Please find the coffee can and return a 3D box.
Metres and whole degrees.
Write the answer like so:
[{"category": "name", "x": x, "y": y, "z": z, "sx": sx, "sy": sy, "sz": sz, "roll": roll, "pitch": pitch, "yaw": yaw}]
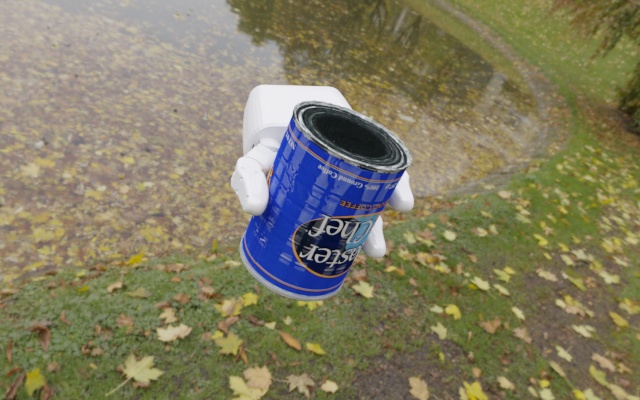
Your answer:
[{"category": "coffee can", "x": 0.000, "y": 0.002, "z": 0.410, "sx": 0.103, "sy": 0.140, "sz": 0.102, "roll": 19, "pitch": 30, "yaw": -12}]
